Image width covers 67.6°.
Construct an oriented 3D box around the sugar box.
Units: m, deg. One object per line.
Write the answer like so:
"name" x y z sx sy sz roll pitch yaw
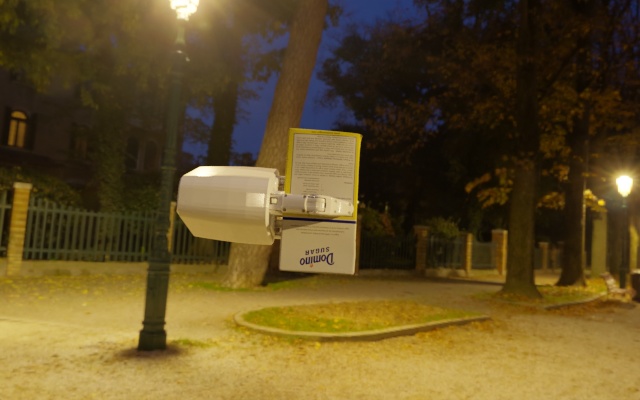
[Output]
"sugar box" 0.000 0.002 0.599 0.093 0.176 0.048 4 -5 0
